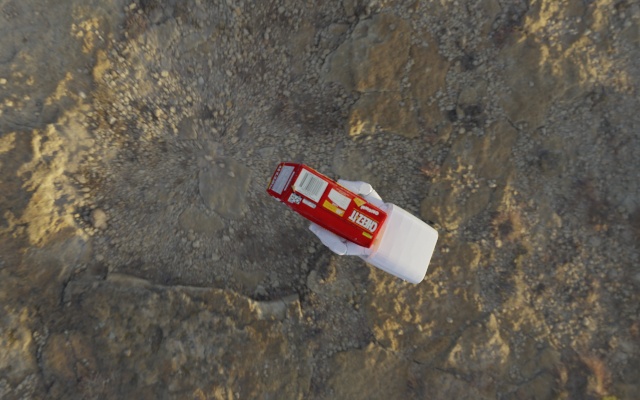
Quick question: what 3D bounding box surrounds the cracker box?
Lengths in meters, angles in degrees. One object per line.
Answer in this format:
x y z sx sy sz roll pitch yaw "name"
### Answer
0.000 0.003 0.824 0.164 0.072 0.213 29 -2 -14 "cracker box"
